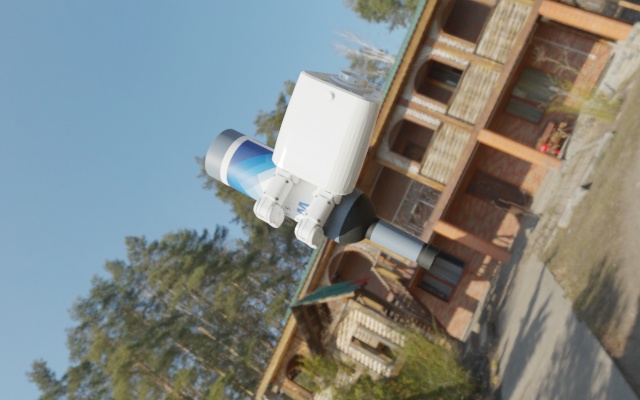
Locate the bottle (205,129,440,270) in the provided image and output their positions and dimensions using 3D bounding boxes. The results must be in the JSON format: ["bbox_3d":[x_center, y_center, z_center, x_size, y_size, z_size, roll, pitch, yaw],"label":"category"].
[{"bbox_3d":[0.000,0.002,0.567,0.295,0.069,0.069,27,8,17],"label":"bottle"}]
